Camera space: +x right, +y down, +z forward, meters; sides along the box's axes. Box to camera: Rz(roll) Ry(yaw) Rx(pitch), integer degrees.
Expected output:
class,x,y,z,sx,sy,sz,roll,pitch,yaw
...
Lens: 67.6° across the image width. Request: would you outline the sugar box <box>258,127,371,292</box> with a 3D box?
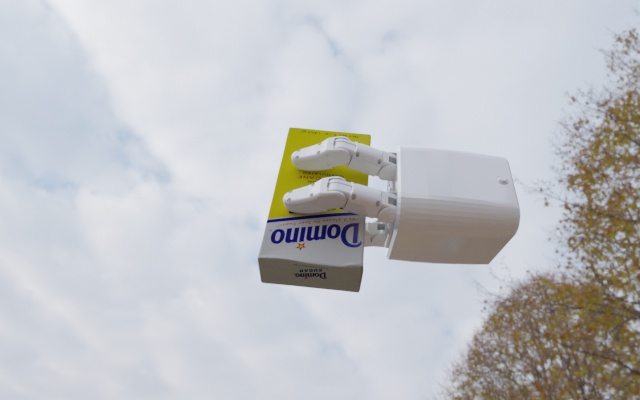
class,x,y,z,sx,sy,sz,roll,pitch,yaw
sugar box,0.000,0.001,0.473,0.093,0.176,0.048,5,-44,3
